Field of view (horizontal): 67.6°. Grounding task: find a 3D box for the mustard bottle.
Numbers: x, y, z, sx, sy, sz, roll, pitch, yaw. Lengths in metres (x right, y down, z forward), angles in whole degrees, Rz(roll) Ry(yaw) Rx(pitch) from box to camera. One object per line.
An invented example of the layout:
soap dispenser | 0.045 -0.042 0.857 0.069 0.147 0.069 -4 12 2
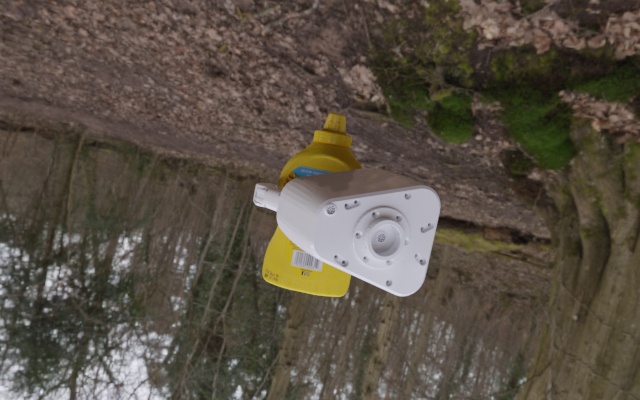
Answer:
mustard bottle | 0.000 0.002 0.518 0.096 0.191 0.058 11 6 5
